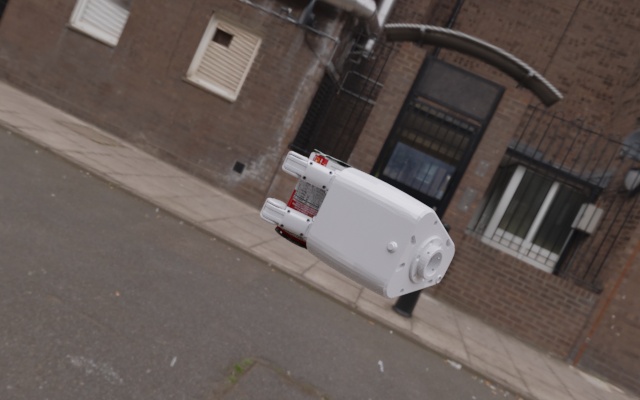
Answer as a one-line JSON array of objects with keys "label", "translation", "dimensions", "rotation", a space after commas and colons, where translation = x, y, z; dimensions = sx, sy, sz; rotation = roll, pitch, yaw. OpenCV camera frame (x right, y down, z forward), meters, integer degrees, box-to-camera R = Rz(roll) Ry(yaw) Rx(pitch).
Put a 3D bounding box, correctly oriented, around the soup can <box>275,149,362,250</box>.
[{"label": "soup can", "translation": [0.000, 0.001, 0.541], "dimensions": [0.068, 0.102, 0.068], "rotation": [25, 4, -2]}]
